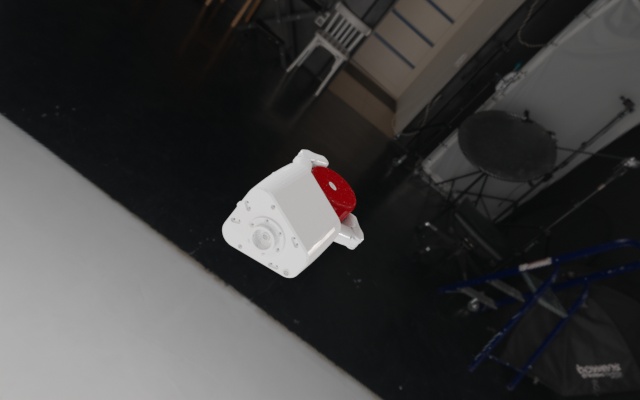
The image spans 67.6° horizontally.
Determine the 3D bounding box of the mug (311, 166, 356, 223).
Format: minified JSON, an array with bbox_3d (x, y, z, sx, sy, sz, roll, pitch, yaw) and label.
[{"bbox_3d":[0.001,0.002,0.687,0.081,0.093,0.117,-47,-2,28],"label":"mug"}]
